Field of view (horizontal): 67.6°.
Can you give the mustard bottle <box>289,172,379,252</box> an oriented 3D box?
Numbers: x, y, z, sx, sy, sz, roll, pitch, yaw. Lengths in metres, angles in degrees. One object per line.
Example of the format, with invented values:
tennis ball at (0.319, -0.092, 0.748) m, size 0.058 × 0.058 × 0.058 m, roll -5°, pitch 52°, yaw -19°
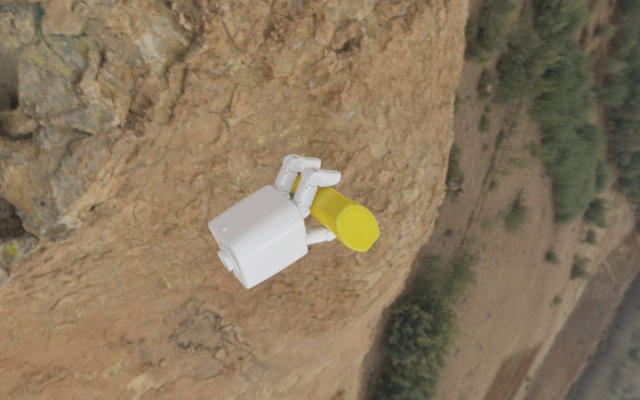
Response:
mustard bottle at (0.001, 0.002, 0.719) m, size 0.191 × 0.058 × 0.096 m, roll 35°, pitch -6°, yaw 46°
